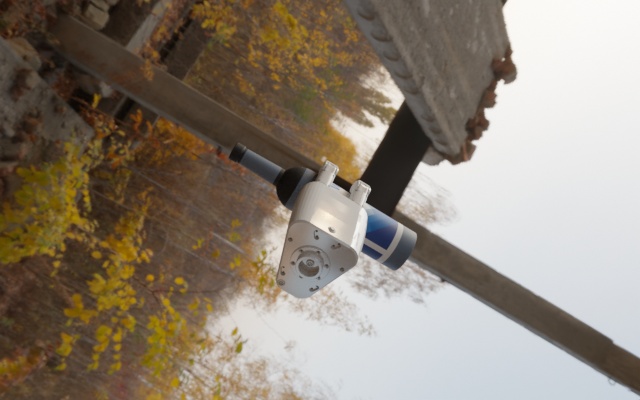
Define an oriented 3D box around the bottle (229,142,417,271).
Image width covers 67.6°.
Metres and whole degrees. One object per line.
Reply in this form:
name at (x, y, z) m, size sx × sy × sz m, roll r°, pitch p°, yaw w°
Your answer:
bottle at (0.000, 0.002, 0.703) m, size 0.296 × 0.069 × 0.069 m, roll 31°, pitch -3°, yaw -6°
